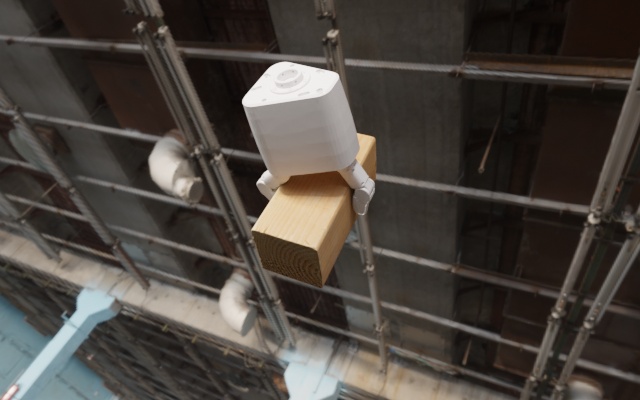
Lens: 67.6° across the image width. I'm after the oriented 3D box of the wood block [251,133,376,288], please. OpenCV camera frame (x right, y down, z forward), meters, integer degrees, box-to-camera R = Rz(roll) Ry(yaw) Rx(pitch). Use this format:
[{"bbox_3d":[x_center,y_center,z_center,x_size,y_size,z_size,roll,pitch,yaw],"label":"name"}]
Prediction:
[{"bbox_3d":[0.000,0.002,0.654,0.091,0.206,0.090,16,-38,19],"label":"wood block"}]
